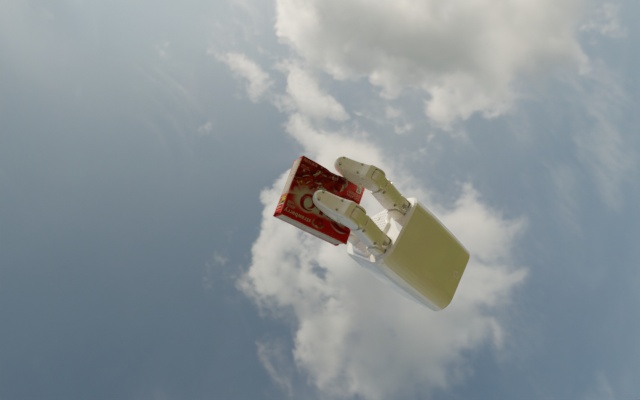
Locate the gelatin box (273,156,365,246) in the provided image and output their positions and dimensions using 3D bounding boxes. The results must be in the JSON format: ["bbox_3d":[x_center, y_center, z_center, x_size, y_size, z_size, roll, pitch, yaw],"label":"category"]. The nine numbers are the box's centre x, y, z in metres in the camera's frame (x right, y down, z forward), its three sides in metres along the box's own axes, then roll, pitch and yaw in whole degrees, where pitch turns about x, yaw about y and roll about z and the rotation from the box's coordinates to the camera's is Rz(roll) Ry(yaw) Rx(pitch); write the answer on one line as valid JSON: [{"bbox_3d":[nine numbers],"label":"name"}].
[{"bbox_3d":[0.000,0.002,0.547,0.089,0.073,0.030,27,-19,-19],"label":"gelatin box"}]
